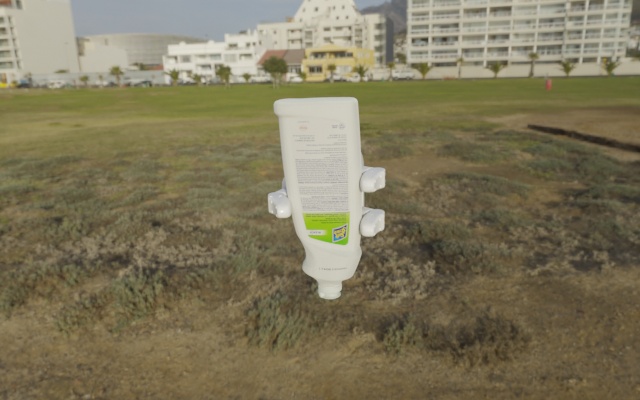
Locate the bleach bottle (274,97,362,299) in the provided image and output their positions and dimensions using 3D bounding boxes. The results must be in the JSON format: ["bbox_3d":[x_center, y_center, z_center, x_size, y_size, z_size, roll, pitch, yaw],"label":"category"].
[{"bbox_3d":[0.000,0.002,0.592,0.102,0.251,0.068,0,15,7],"label":"bleach bottle"}]
